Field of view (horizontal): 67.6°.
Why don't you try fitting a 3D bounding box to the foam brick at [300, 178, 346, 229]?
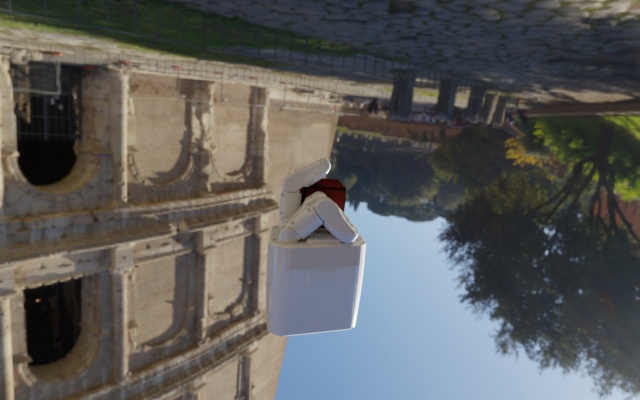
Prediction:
[{"bbox_3d":[0.000,0.002,0.599,0.053,0.051,0.078,3,10,-5],"label":"foam brick"}]
